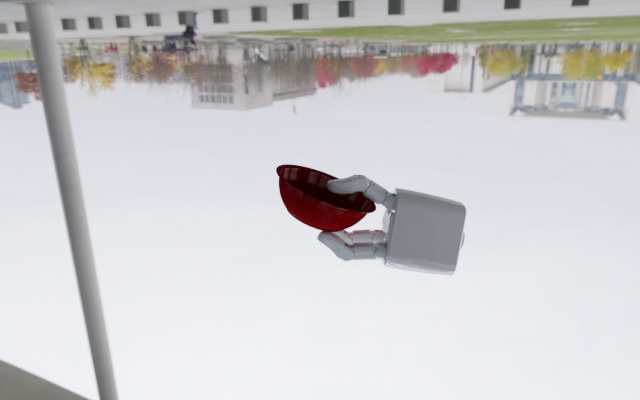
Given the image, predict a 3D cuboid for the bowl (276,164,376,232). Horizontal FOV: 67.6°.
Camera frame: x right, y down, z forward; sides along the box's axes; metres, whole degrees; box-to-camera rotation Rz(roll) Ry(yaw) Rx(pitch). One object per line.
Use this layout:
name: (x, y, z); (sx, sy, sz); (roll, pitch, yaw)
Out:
bowl: (-0.001, 0.002, 0.723); (0.162, 0.055, 0.162); (21, 17, -7)
